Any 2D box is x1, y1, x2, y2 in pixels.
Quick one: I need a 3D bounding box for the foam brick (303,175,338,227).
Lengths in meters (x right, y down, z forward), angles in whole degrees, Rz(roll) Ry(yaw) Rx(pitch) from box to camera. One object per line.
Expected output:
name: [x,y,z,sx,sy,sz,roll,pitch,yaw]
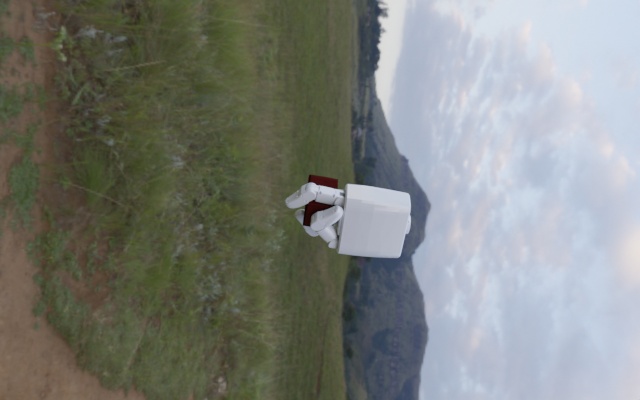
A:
foam brick: [0.000,0.002,0.812,0.051,0.053,0.078,7,43,-2]
